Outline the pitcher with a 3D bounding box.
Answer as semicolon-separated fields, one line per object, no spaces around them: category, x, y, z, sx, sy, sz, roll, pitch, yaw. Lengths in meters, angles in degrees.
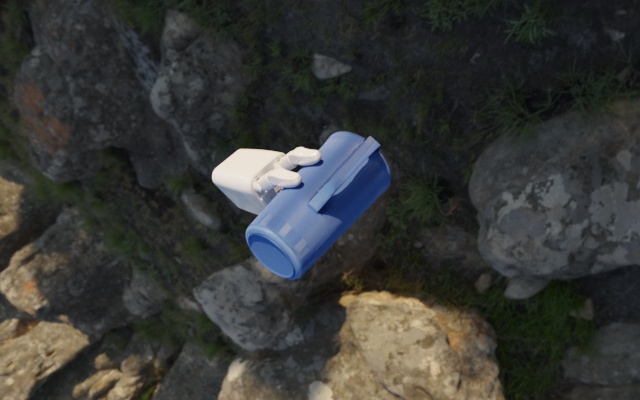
pitcher;0.000;0.002;0.755;0.145;0.149;0.242;14;48;38
